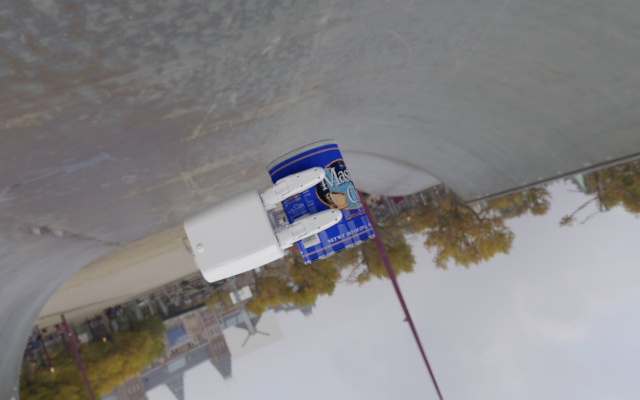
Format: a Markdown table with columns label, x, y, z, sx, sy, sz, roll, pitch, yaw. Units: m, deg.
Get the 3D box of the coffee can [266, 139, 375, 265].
| label | x | y | z | sx | sy | sz | roll | pitch | yaw |
| --- | --- | --- | --- | --- | --- | --- | --- | --- | --- |
| coffee can | 0.000 | 0.002 | 0.642 | 0.103 | 0.140 | 0.103 | -22 | -4 | -2 |
